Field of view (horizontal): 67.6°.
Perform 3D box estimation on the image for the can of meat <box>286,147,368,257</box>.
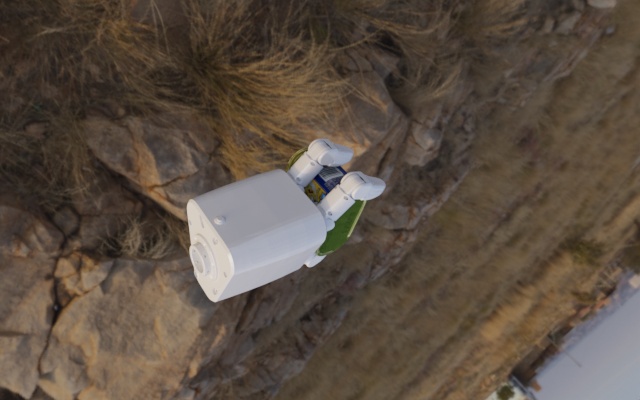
[{"bbox_3d":[0.000,0.002,0.554,0.057,0.102,0.084,-17,52,-37],"label":"can of meat"}]
